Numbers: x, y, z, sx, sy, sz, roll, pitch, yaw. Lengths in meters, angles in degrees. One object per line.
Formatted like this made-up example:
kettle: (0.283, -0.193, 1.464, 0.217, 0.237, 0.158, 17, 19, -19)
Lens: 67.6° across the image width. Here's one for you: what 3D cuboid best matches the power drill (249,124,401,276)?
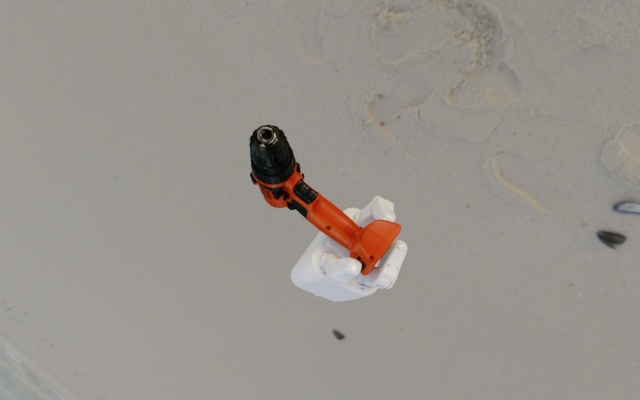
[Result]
power drill: (0.000, 0.002, 0.550, 0.187, 0.057, 0.184, 38, -13, 11)
